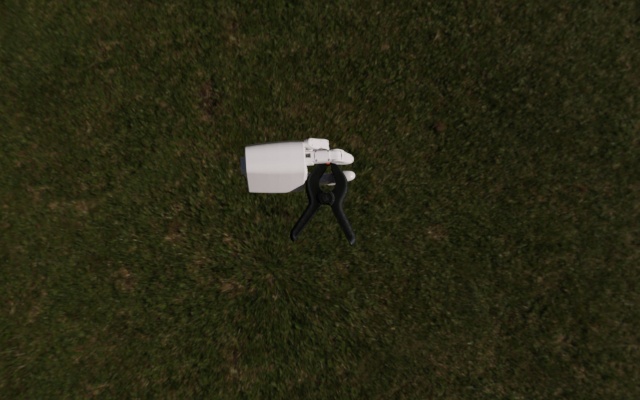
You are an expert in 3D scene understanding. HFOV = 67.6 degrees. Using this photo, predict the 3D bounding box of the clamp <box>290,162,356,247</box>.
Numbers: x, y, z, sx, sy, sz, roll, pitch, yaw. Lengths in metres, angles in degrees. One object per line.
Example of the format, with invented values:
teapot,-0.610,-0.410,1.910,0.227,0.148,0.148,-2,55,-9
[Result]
clamp,0.000,0.003,0.877,0.120,0.171,0.039,-3,-8,-6
